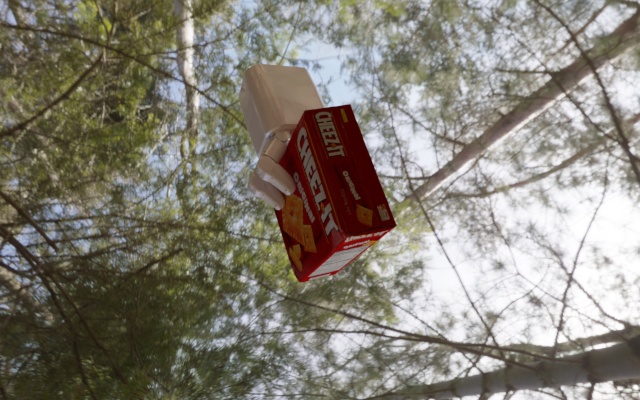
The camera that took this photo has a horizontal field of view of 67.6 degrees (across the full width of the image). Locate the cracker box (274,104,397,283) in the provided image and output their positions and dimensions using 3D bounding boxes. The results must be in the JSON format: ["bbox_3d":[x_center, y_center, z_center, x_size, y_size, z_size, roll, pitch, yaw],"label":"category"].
[{"bbox_3d":[0.000,0.002,0.632,0.072,0.164,0.214,-12,-19,-23],"label":"cracker box"}]
